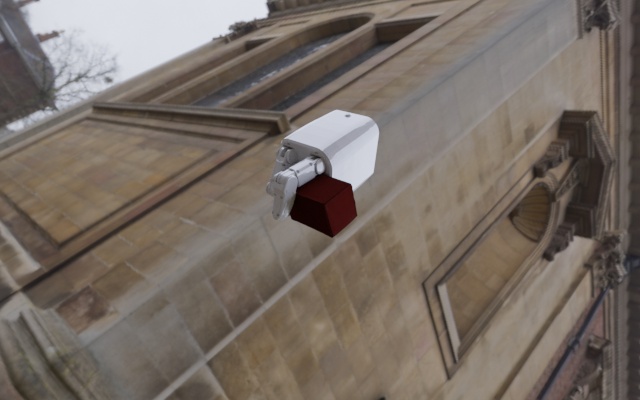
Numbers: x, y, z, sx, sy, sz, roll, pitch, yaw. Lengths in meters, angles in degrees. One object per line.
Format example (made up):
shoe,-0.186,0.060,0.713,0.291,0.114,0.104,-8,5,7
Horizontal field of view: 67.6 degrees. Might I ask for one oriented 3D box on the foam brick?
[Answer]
foam brick,0.000,0.002,0.606,0.078,0.053,0.051,23,47,41
